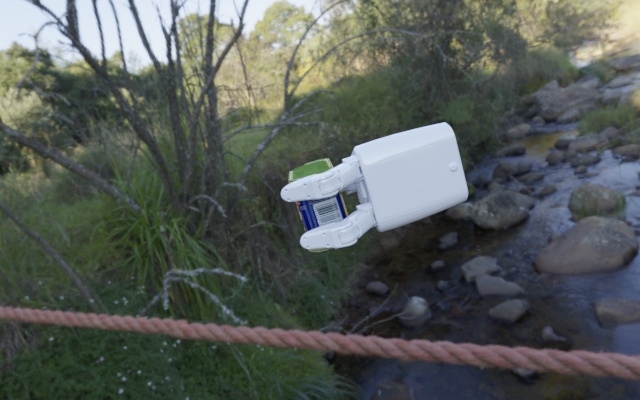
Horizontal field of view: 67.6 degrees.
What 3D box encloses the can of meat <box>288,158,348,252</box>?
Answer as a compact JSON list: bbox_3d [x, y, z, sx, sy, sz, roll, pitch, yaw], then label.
[{"bbox_3d":[0.000,0.002,0.555,0.057,0.084,0.102,-17,13,0],"label":"can of meat"}]
